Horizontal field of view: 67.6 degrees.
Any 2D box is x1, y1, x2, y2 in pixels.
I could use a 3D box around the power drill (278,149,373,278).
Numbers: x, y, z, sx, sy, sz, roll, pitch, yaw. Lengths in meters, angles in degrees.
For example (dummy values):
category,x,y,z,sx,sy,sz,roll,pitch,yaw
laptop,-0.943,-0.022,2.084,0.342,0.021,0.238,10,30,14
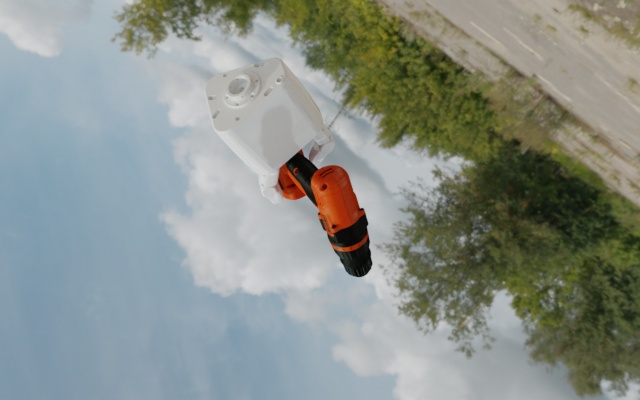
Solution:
category,x,y,z,sx,sy,sz,roll,pitch,yaw
power drill,0.000,0.002,0.660,0.057,0.185,0.187,-31,41,-16
